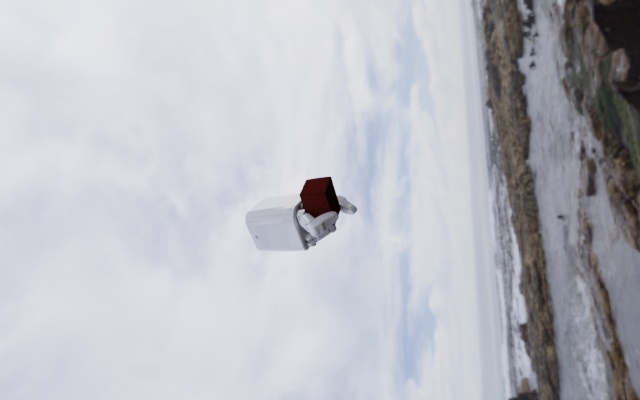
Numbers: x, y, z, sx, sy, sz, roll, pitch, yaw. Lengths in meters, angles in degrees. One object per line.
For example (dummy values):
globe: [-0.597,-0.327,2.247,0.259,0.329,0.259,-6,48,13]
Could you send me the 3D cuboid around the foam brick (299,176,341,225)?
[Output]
foam brick: [0.000,0.003,0.887,0.051,0.078,0.053,-4,36,21]
